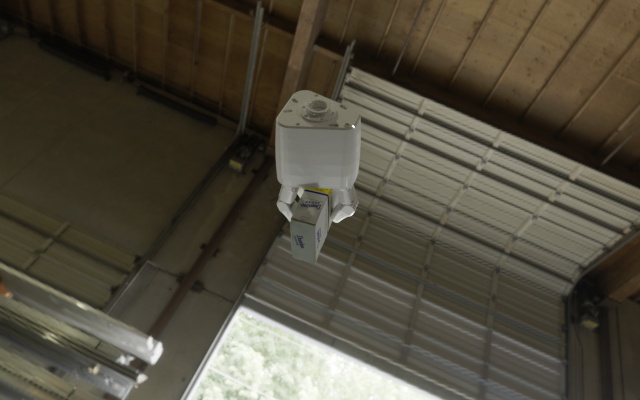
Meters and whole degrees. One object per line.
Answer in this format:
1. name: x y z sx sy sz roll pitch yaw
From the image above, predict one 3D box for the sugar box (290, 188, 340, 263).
1. sugar box: 0.000 0.002 0.762 0.048 0.093 0.176 15 47 14
